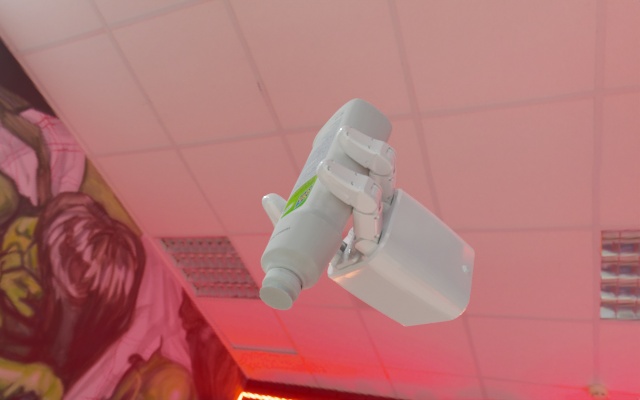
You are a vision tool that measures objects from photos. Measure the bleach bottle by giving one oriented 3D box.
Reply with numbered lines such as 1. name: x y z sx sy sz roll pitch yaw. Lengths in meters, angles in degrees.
1. bleach bottle: 0.000 0.001 0.465 0.068 0.250 0.103 36 -46 -9
